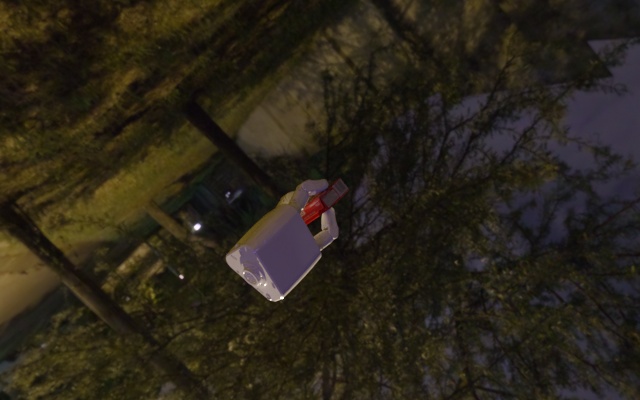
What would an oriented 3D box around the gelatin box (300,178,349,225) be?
[{"bbox_3d":[0.001,0.003,0.841,0.073,0.030,0.089,-34,5,37],"label":"gelatin box"}]
